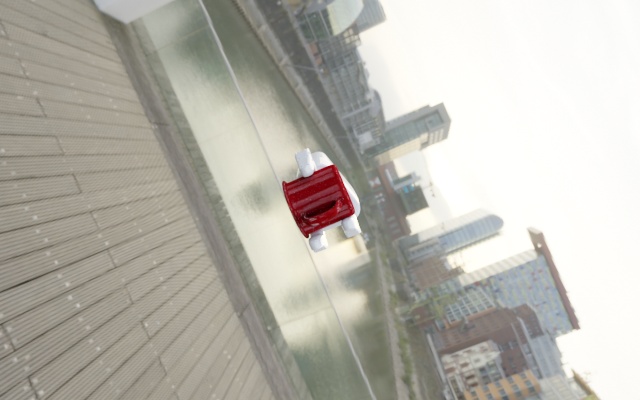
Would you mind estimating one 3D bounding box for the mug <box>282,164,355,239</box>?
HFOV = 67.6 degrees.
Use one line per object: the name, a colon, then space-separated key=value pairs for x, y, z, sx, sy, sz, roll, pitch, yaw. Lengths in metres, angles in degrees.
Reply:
mug: x=0.000 y=0.003 z=0.686 sx=0.081 sy=0.093 sz=0.117 roll=-23 pitch=19 yaw=6
